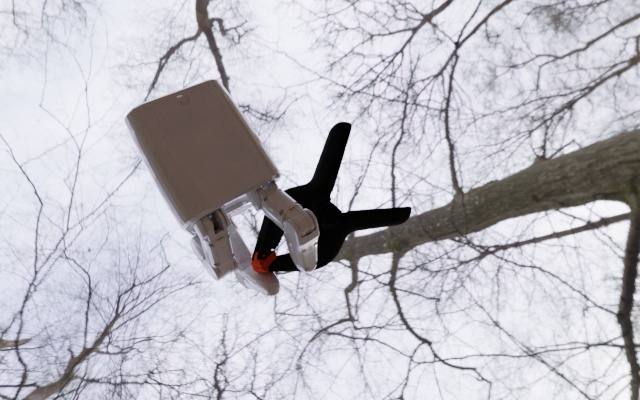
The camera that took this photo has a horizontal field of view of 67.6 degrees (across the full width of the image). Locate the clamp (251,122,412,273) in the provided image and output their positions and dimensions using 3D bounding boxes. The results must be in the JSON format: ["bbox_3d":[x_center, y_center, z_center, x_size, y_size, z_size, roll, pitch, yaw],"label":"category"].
[{"bbox_3d":[0.000,0.002,0.454,0.171,0.120,0.039,-29,-4,-28],"label":"clamp"}]
